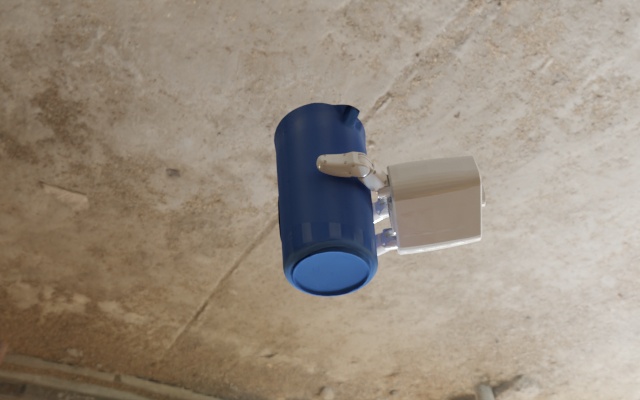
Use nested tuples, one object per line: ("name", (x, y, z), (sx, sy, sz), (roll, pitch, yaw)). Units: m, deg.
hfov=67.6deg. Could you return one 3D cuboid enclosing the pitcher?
("pitcher", (0.000, 0.002, 0.621), (0.145, 0.242, 0.149), (-9, -43, 5))
